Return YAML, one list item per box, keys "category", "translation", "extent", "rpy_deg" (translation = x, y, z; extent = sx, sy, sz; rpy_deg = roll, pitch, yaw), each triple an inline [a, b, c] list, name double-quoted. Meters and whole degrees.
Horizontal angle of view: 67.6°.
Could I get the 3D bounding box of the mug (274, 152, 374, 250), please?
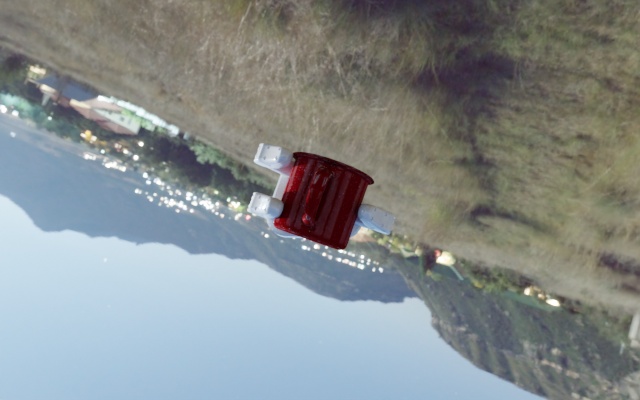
- category: "mug"
  translation: [0.000, 0.002, 0.494]
  extent: [0.093, 0.081, 0.117]
  rpy_deg: [19, -6, 4]
